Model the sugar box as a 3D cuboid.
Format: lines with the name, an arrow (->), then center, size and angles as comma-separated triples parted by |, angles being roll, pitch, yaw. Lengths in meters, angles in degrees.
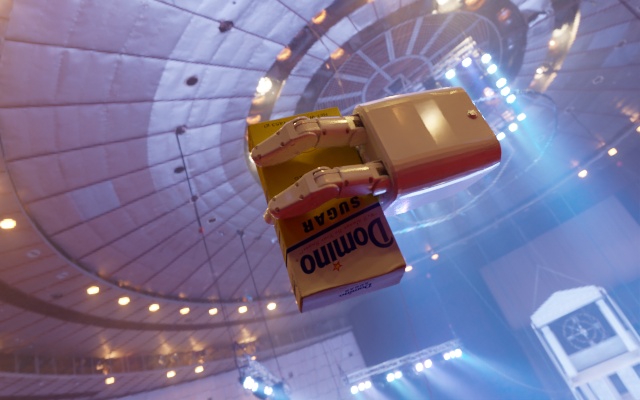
sugar box -> 0.000, 0.001, 0.428 | 0.093, 0.176, 0.048 | -15, -30, -12
